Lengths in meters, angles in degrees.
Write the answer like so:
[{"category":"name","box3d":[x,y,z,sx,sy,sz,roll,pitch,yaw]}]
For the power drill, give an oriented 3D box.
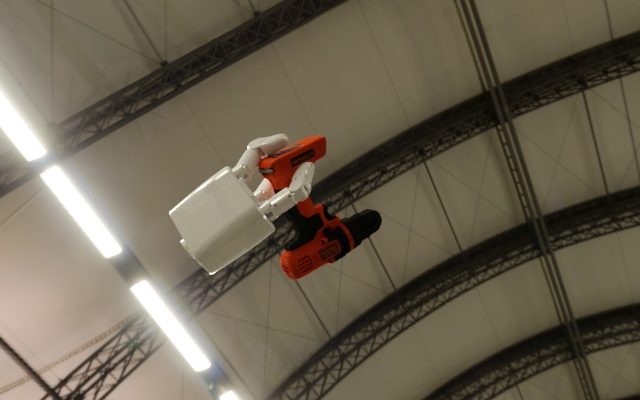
[{"category":"power drill","box3d":[0.000,0.002,0.718,0.184,0.188,0.057,-28,17,-28]}]
